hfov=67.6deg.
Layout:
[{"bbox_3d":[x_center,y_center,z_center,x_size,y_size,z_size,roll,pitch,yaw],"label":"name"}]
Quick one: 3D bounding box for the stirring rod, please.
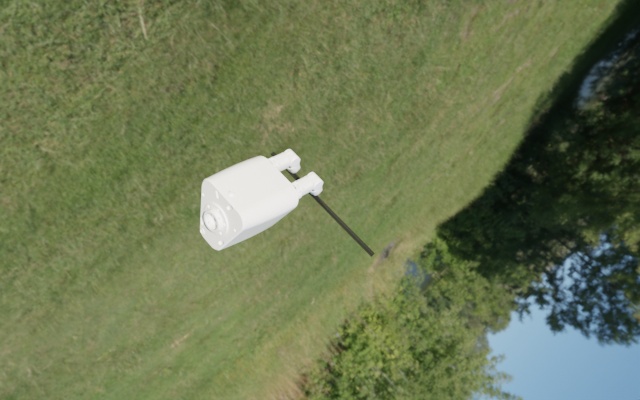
[{"bbox_3d":[0.000,0.003,0.774,0.239,0.011,0.011,45,16,16],"label":"stirring rod"}]
